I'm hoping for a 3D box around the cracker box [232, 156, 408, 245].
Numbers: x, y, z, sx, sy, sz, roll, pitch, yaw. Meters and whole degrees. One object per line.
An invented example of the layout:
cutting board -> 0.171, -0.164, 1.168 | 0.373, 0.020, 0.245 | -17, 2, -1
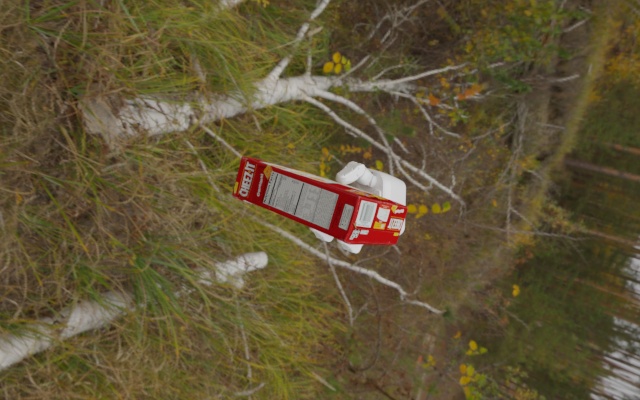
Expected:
cracker box -> 0.000, 0.002, 0.724 | 0.213, 0.072, 0.164 | 20, 6, 32
